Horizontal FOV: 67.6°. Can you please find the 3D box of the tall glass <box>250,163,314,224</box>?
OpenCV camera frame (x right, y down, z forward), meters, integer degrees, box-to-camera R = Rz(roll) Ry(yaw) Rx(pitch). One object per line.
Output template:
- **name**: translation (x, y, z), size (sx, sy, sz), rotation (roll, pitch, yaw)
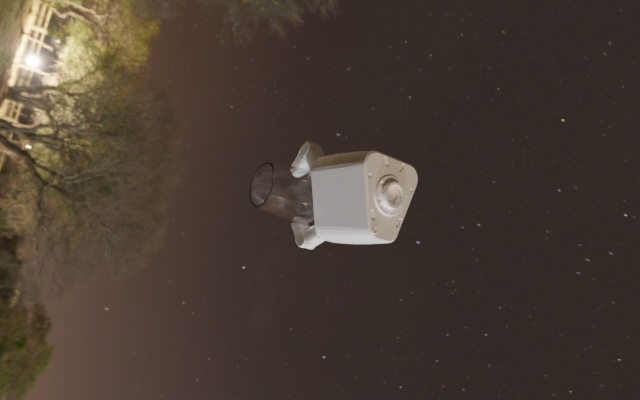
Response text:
- **tall glass**: translation (0.001, 0.002, 0.690), size (0.201, 0.079, 0.079), rotation (16, -10, -34)
